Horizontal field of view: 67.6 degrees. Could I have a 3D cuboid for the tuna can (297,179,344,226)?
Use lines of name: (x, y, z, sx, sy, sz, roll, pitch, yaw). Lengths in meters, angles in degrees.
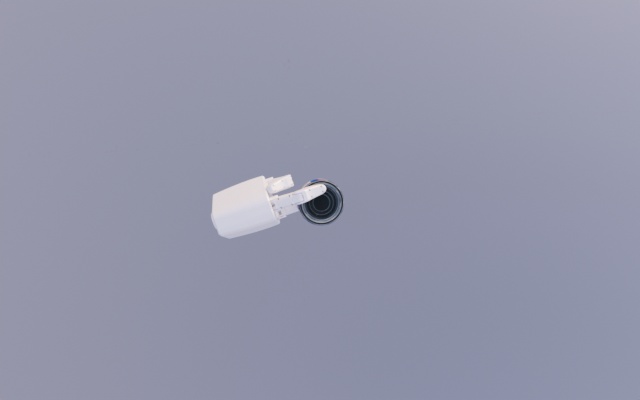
tuna can: (0.000, 0.003, 0.880, 0.086, 0.086, 0.034, 0, 5, -7)
